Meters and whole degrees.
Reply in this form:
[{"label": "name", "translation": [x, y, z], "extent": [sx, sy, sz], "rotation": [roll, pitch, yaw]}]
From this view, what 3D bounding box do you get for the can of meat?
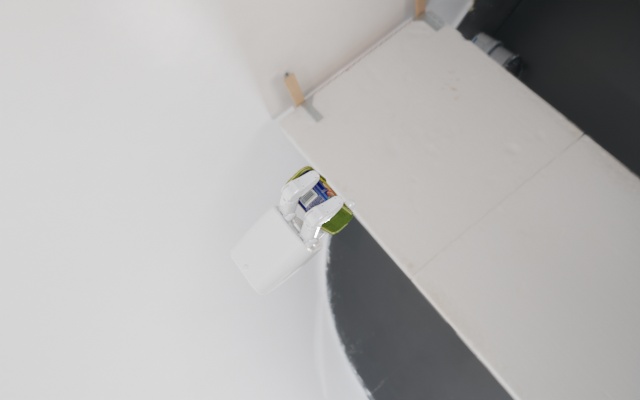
[{"label": "can of meat", "translation": [0.000, 0.003, 0.756], "extent": [0.057, 0.084, 0.102], "rotation": [-43, -24, 6]}]
